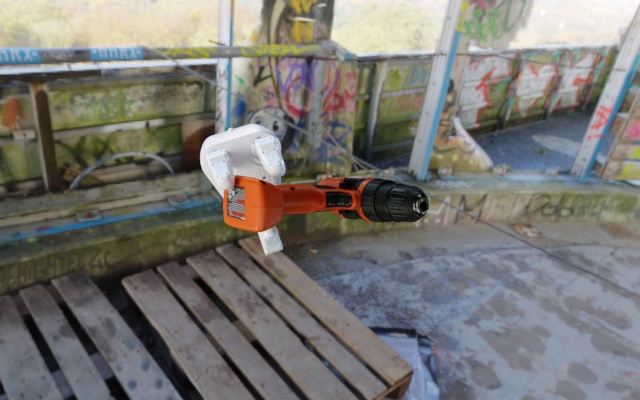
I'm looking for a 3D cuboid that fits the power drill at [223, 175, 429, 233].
[{"bbox_3d":[0.000,0.002,0.534,0.187,0.057,0.184,-1,3,-33],"label":"power drill"}]
